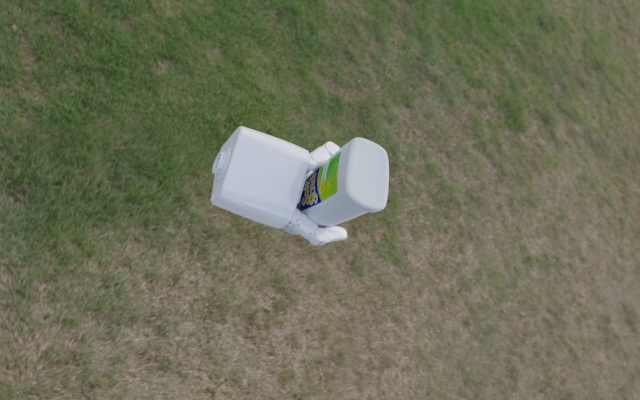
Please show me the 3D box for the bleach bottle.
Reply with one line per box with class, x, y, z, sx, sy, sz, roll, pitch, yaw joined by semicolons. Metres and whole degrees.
bleach bottle;0.000;0.002;0.711;0.068;0.102;0.251;20;-28;-24
